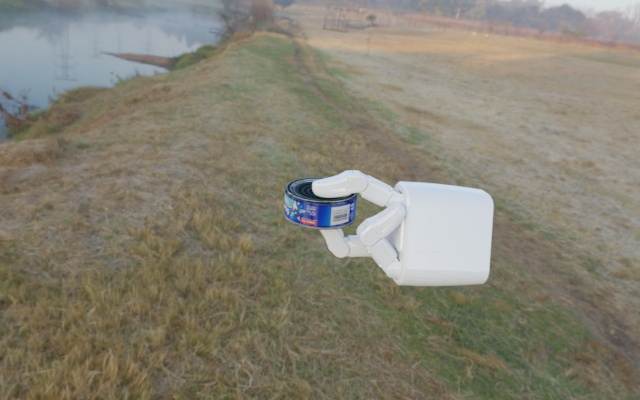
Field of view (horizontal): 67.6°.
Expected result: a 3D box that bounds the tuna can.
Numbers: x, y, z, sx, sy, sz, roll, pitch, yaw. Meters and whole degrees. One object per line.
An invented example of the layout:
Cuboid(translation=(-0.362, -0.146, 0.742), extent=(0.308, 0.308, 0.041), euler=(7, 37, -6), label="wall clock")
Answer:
Cuboid(translation=(0.000, 0.001, 0.560), extent=(0.086, 0.034, 0.086), euler=(3, 21, -1), label="tuna can")
